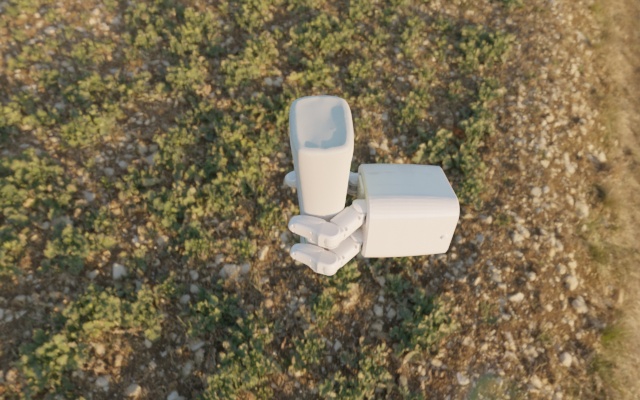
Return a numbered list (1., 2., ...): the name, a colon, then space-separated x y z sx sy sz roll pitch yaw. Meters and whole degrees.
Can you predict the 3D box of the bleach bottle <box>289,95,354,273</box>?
1. bleach bottle: 0.000 0.002 0.593 0.068 0.102 0.251 -2 -42 -2
